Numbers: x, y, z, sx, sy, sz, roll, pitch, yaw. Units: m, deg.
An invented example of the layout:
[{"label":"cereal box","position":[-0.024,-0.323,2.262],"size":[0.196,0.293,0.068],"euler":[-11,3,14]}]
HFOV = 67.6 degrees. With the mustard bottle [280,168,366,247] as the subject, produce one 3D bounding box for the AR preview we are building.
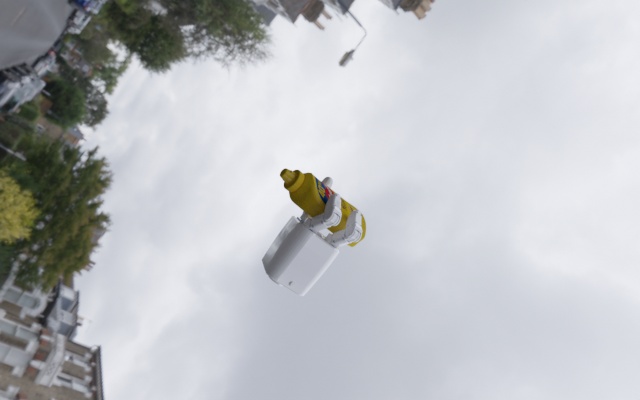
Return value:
[{"label":"mustard bottle","position":[0.001,0.003,0.859],"size":[0.058,0.096,0.192],"euler":[-40,-57,20]}]
